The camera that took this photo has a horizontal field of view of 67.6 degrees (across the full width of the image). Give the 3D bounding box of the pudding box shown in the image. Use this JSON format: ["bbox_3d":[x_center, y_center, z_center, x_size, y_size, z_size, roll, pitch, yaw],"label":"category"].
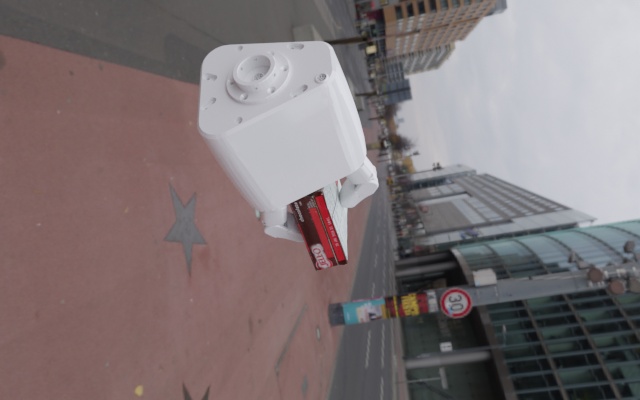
[{"bbox_3d":[0.000,0.002,0.490,0.039,0.090,0.113,-12,31,12],"label":"pudding box"}]
